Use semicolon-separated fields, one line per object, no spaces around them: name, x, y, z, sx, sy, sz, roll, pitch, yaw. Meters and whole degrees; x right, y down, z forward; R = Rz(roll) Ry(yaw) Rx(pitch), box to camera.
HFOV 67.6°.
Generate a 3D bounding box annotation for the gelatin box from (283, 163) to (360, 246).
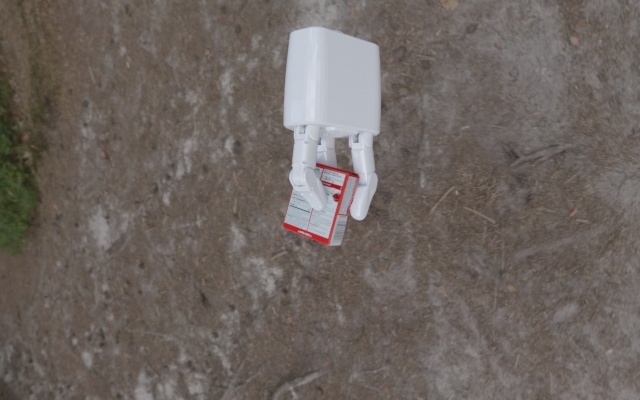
gelatin box;0.000;0.002;0.569;0.073;0.089;0.030;18;5;34
